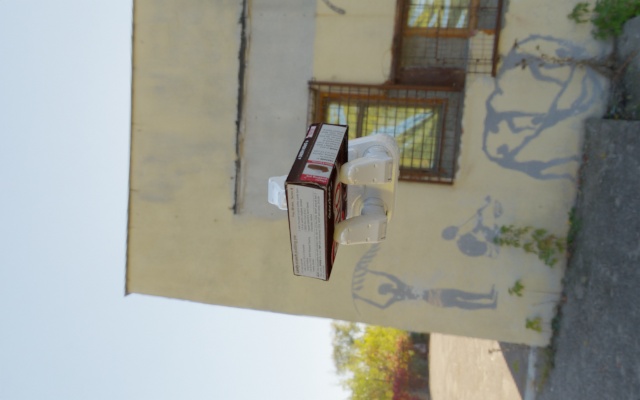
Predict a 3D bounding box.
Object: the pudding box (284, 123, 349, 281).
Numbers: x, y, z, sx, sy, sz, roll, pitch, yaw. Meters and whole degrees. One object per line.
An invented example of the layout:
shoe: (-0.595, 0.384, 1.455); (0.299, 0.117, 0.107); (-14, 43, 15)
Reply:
pudding box: (0.000, 0.001, 0.426); (0.039, 0.114, 0.090); (6, 42, 11)
